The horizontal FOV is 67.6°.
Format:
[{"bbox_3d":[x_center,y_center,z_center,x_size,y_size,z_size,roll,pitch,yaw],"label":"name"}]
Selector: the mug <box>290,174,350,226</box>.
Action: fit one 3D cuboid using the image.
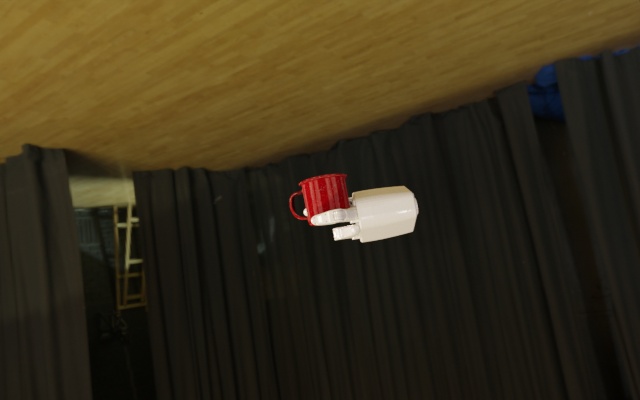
[{"bbox_3d":[-0.001,0.003,0.897,0.117,0.081,0.093,-11,-9,3],"label":"mug"}]
